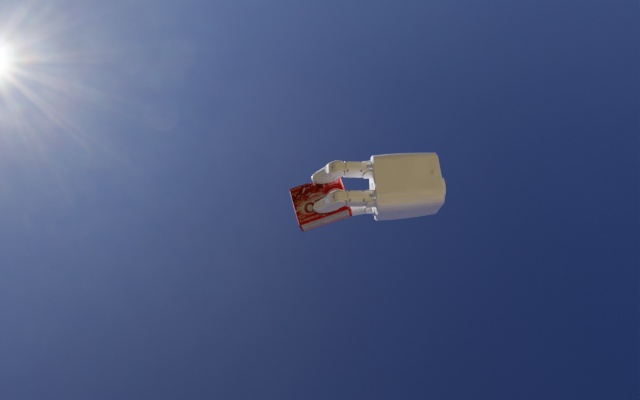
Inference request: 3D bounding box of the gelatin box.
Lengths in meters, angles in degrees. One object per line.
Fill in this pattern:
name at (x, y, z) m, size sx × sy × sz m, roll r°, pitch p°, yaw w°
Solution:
gelatin box at (0.000, 0.003, 0.793) m, size 0.089 × 0.073 × 0.030 m, roll -18°, pitch -30°, yaw 2°
